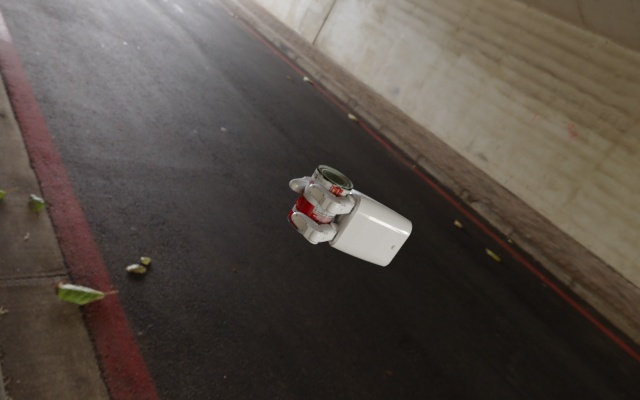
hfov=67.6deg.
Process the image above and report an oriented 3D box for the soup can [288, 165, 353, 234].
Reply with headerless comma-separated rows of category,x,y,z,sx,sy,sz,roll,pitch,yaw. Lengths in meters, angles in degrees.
soup can,0.000,0.002,0.775,0.068,0.102,0.068,27,21,-11
